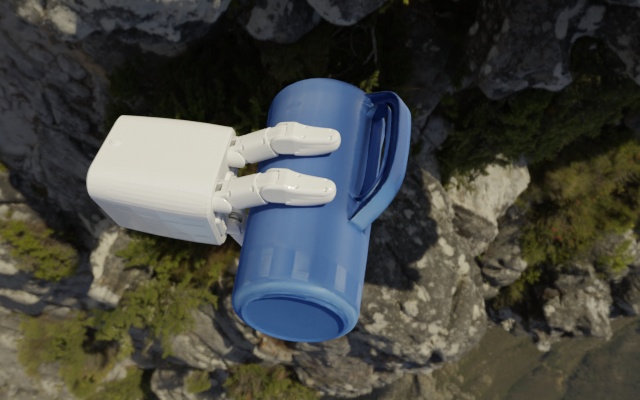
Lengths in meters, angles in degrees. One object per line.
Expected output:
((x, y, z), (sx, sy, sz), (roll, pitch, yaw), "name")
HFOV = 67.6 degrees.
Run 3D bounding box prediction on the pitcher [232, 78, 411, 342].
((0.000, 0.002, 0.462), (0.145, 0.242, 0.149), (9, -38, -1), "pitcher")
